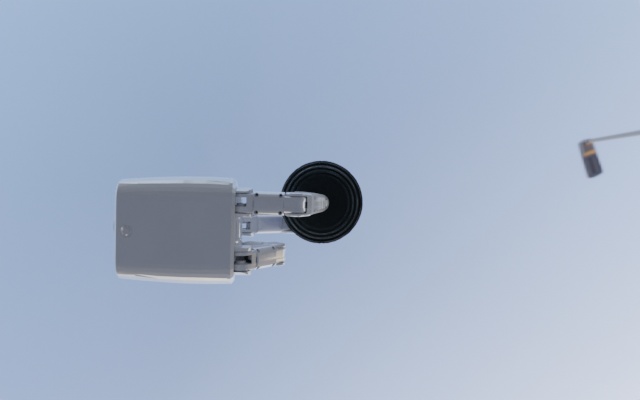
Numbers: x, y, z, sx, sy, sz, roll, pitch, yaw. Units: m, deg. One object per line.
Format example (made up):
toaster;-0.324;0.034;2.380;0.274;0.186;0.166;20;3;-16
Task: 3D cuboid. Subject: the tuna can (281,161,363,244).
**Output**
tuna can;0.000;0.002;0.508;0.086;0.086;0.034;0;0;-4
